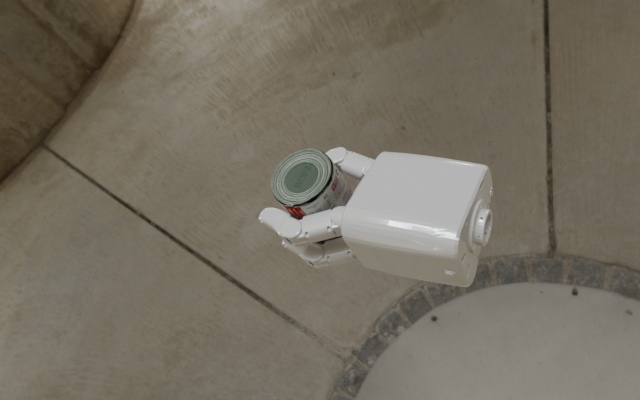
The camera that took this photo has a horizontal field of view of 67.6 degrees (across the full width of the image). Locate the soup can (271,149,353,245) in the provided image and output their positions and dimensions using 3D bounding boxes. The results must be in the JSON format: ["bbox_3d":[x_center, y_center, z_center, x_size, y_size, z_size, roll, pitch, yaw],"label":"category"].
[{"bbox_3d":[0.000,0.001,0.499,0.068,0.068,0.102,0,-30,27],"label":"soup can"}]
